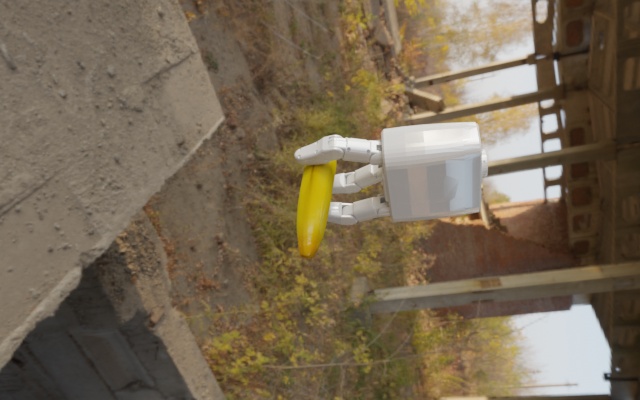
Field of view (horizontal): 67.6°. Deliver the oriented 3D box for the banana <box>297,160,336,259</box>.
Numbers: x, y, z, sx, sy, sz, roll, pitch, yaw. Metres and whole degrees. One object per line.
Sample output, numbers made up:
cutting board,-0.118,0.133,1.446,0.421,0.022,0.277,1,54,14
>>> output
banana,-0.001,-0.016,0.574,0.037,0.070,0.197,-1,33,8
